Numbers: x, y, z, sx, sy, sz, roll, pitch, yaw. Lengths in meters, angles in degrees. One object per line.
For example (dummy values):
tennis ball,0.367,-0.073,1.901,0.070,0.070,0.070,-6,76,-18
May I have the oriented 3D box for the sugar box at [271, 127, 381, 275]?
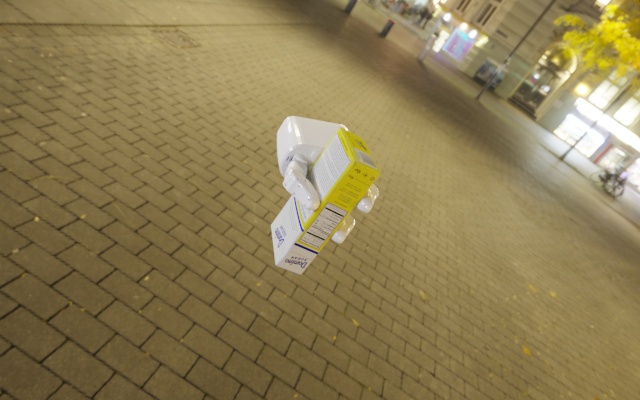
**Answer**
sugar box,0.001,0.002,0.616,0.048,0.176,0.093,23,26,-23
